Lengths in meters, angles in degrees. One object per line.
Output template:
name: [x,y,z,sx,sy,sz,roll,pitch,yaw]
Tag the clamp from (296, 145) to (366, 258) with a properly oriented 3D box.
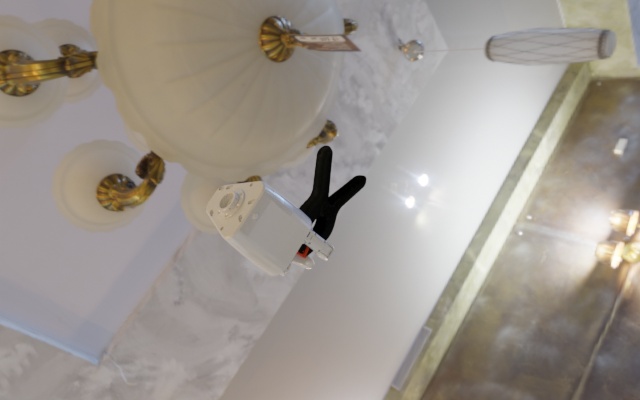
clamp: [0.000,0.002,0.740,0.039,0.171,0.120,17,-21,48]
